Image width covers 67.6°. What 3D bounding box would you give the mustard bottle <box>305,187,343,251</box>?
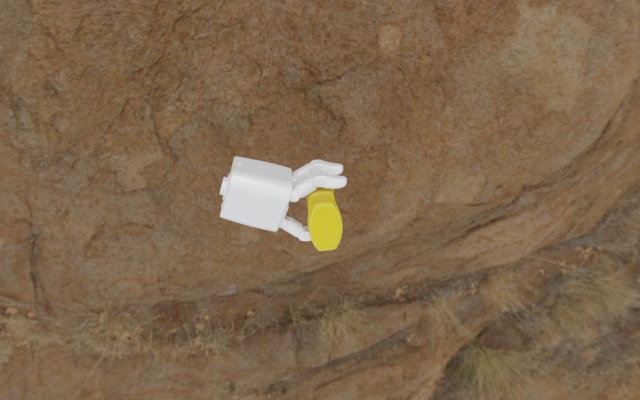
[{"bbox_3d":[0.000,0.003,0.873,0.058,0.096,0.191,-8,28,-2],"label":"mustard bottle"}]
